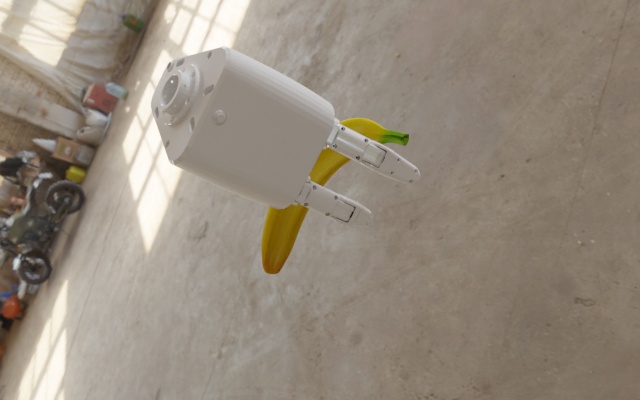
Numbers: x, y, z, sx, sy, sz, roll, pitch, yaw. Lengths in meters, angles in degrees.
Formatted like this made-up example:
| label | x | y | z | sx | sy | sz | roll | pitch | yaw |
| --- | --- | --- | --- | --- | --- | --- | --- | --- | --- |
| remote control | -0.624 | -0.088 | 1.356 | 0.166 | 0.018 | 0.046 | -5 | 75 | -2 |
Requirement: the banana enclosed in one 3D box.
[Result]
| label | x | y | z | sx | sy | sz | roll | pitch | yaw |
| --- | --- | --- | --- | --- | --- | --- | --- | --- | --- |
| banana | -0.006 | -0.014 | 0.468 | 0.037 | 0.198 | 0.069 | 19 | 30 | -50 |
